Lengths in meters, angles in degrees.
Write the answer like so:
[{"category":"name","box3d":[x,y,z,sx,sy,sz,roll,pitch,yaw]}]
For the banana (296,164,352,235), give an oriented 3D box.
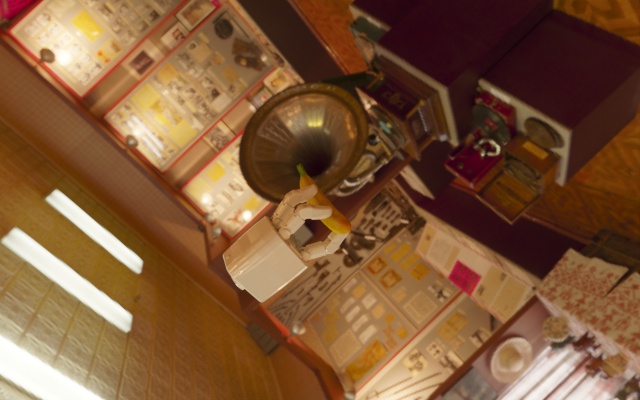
[{"category":"banana","box3d":[0.005,0.012,0.879,0.197,0.037,0.070,50,-6,41]}]
